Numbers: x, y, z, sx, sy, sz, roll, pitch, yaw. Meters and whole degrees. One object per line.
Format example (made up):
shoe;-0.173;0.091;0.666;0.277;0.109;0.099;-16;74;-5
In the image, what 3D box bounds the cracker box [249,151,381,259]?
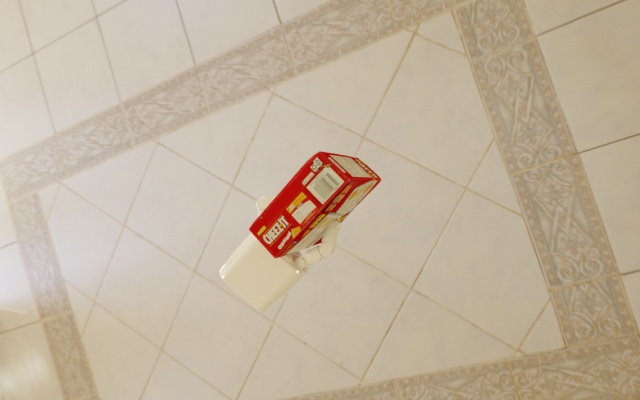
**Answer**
cracker box;0.000;0.003;0.776;0.072;0.164;0.213;46;15;12
